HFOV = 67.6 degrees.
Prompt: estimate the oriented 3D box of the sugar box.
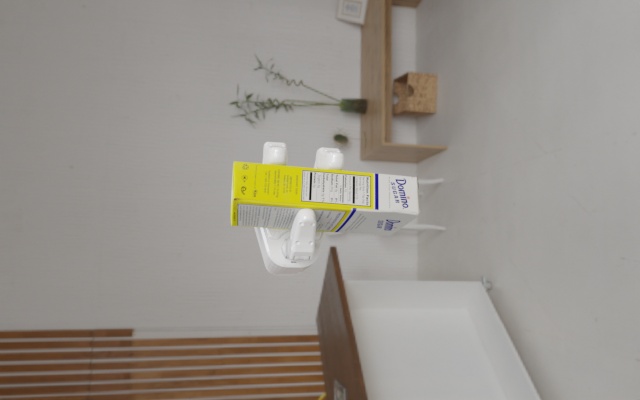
[{"bbox_3d":[0.000,0.001,0.479,0.176,0.048,0.093,2,-17,-10],"label":"sugar box"}]
